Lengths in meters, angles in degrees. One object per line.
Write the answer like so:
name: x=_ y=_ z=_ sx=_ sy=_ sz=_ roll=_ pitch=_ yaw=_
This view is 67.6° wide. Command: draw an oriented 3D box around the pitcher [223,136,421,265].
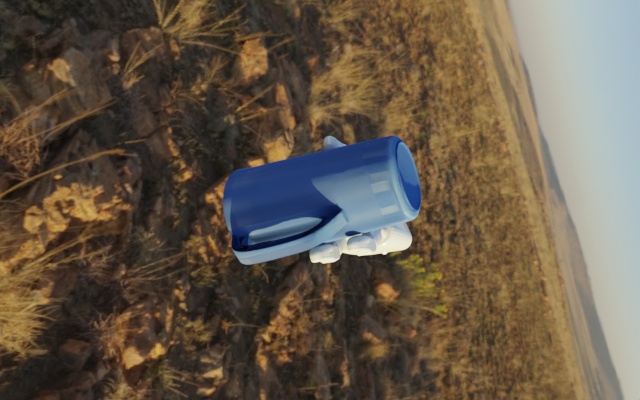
pitcher: x=0.000 y=0.002 z=0.627 sx=0.243 sy=0.149 sz=0.145 roll=-14 pitch=-17 yaw=25
